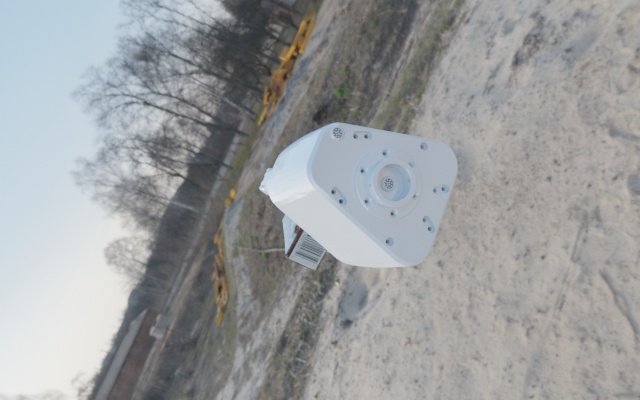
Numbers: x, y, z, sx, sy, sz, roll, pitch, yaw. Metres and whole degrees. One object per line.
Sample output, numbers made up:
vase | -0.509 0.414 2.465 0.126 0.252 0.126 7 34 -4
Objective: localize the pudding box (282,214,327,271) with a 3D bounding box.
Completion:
pudding box | 0.000 0.002 0.499 0.039 0.113 0.090 26 16 -15
